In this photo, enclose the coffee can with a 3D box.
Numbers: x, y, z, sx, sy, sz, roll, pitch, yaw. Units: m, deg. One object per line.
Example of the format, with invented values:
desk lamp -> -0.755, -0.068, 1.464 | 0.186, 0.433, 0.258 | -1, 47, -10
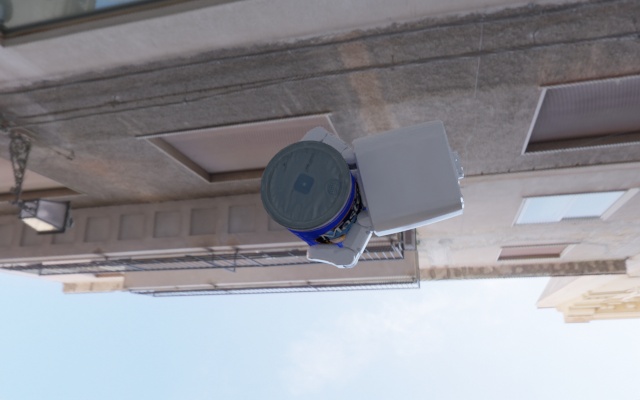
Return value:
coffee can -> 0.000, 0.002, 0.580 | 0.103, 0.102, 0.140 | 0, -17, 16
